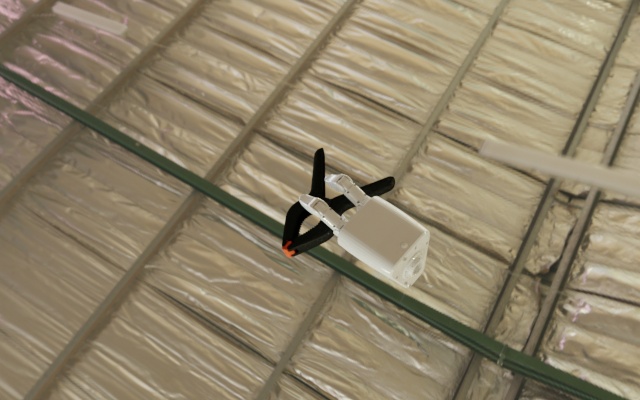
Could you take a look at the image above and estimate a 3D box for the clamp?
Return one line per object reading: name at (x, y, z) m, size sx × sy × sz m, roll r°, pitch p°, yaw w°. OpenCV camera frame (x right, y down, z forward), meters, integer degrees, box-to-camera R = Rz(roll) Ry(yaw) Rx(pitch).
clamp at (0.000, 0.004, 0.801) m, size 0.164 × 0.210 × 0.036 m, roll 33°, pitch -19°, yaw 35°
